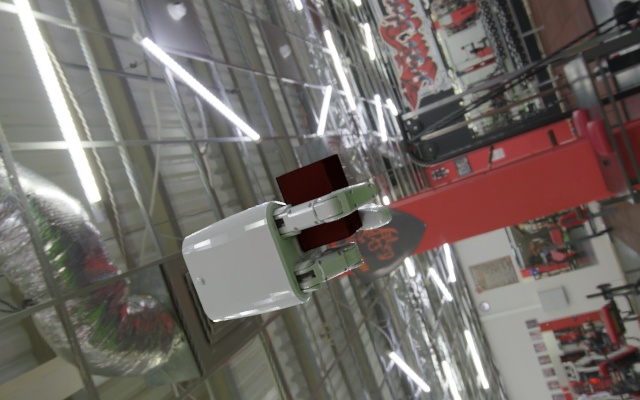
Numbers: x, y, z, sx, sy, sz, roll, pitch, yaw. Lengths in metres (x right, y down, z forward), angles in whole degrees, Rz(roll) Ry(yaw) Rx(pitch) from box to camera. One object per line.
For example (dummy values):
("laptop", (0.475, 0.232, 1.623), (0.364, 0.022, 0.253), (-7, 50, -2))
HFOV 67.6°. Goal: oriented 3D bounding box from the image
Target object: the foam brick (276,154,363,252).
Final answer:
("foam brick", (0.000, 0.001, 0.461), (0.051, 0.078, 0.053), (-19, 3, 21))
